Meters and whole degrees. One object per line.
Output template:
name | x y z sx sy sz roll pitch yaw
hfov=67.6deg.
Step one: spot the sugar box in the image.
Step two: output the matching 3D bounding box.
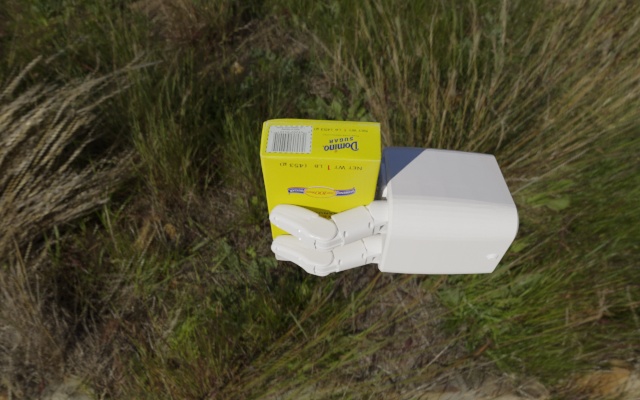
sugar box | 0.000 0.002 0.434 0.093 0.048 0.176 3 -35 2
